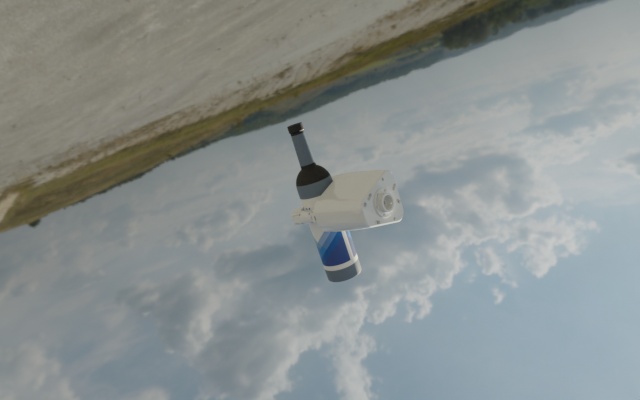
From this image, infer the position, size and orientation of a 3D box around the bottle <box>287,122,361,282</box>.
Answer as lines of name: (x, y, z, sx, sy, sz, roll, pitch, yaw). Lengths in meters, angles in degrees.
bottle: (0.000, 0.003, 0.869, 0.069, 0.296, 0.069, -18, 13, 4)
